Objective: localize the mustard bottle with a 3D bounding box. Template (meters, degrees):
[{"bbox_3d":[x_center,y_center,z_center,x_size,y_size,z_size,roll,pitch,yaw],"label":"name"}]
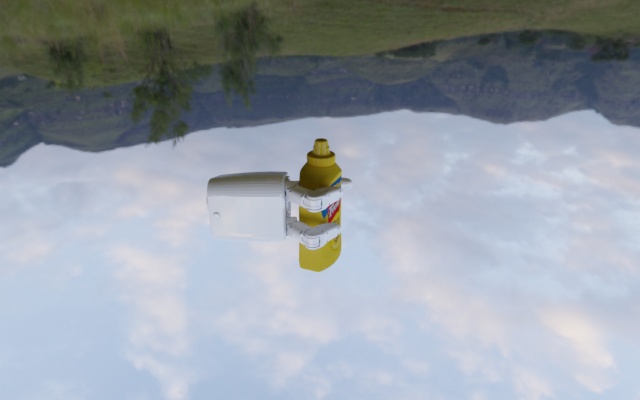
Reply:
[{"bbox_3d":[0.000,0.003,0.705,0.058,0.192,0.096,10,27,22],"label":"mustard bottle"}]
